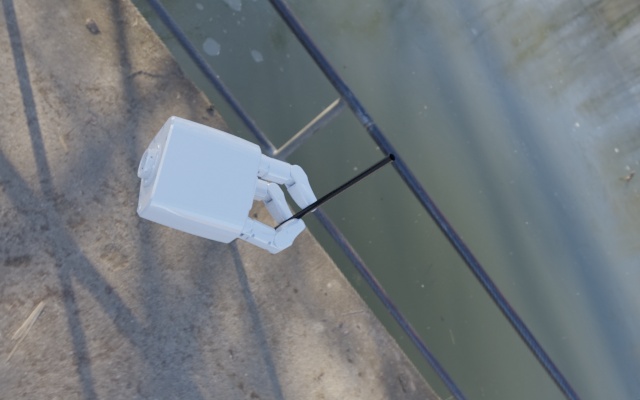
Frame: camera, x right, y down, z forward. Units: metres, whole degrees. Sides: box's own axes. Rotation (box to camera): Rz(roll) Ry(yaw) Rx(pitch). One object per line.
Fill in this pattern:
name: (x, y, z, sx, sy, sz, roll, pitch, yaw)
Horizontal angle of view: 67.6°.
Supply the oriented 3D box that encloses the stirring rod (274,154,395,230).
stirring rod: (0.000, 0.002, 0.559, 0.011, 0.011, 0.239, 0, -22, -39)
